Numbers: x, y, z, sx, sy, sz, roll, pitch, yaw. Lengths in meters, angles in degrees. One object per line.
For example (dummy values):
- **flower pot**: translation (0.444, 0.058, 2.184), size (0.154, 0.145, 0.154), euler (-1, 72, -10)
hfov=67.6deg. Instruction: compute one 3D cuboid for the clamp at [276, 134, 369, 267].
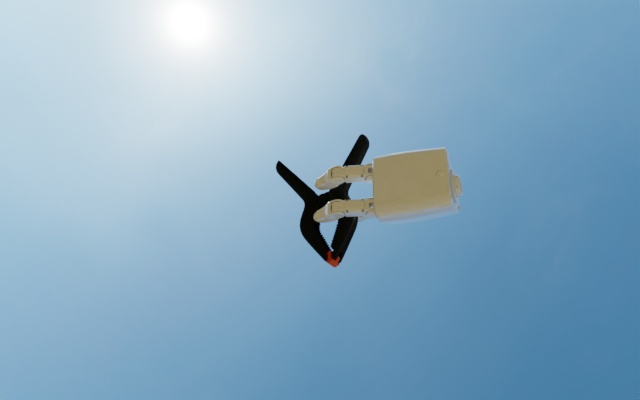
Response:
- **clamp**: translation (0.001, 0.003, 0.753), size (0.164, 0.210, 0.036), euler (-10, -26, 23)
